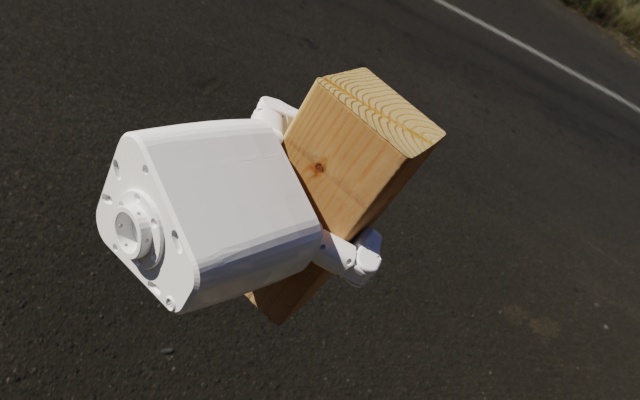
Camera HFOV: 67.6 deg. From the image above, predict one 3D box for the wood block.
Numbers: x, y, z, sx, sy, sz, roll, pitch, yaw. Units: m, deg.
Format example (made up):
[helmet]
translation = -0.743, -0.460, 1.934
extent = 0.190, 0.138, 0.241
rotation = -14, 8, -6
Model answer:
[wood block]
translation = 0.000, 0.002, 0.414
extent = 0.091, 0.206, 0.090
rotation = 42, 34, 10
